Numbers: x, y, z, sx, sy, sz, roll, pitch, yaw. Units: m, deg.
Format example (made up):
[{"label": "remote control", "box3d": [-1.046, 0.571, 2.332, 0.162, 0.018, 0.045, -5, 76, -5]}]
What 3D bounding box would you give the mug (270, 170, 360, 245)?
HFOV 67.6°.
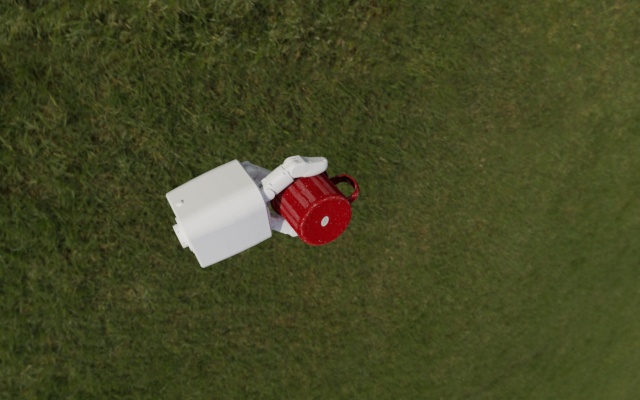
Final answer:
[{"label": "mug", "box3d": [0.001, 0.002, 0.653, 0.117, 0.093, 0.081, -26, 43, -15]}]
